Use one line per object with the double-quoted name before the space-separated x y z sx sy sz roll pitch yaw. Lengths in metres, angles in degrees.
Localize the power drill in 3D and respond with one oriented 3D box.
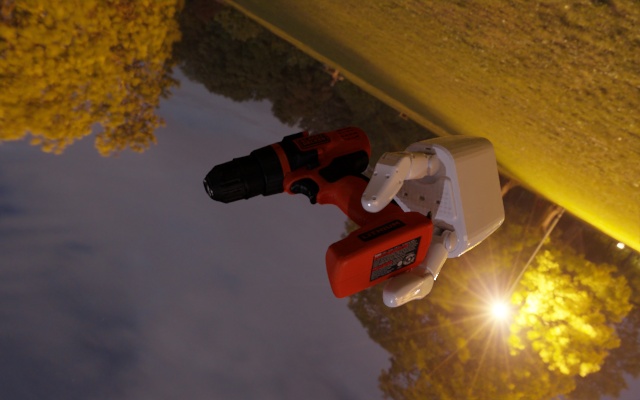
"power drill" 0.001 0.002 0.457 0.184 0.057 0.187 -19 47 -21
